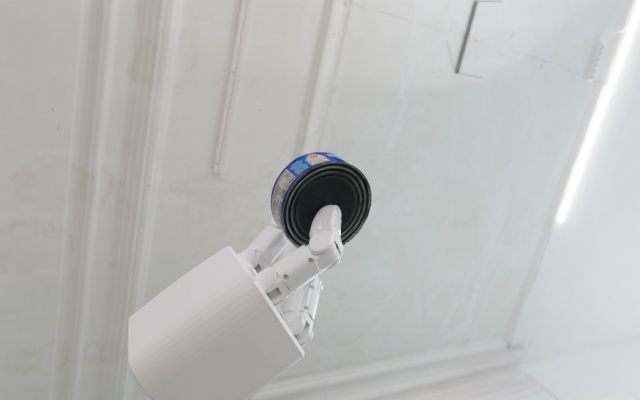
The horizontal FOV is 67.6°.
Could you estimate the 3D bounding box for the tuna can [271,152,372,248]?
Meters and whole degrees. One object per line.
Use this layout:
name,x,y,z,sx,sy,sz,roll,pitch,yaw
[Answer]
tuna can,0.000,0.001,0.422,0.086,0.086,0.033,0,23,-28
